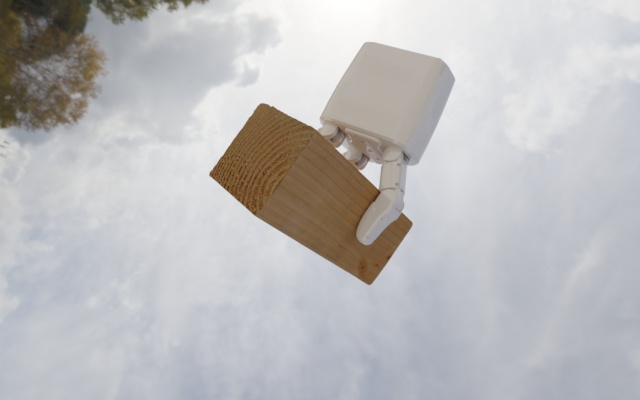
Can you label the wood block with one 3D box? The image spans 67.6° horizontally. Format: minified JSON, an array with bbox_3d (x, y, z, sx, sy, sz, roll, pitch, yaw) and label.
[{"bbox_3d":[0.001,0.001,0.497,0.090,0.090,0.206,34,-2,43],"label":"wood block"}]
